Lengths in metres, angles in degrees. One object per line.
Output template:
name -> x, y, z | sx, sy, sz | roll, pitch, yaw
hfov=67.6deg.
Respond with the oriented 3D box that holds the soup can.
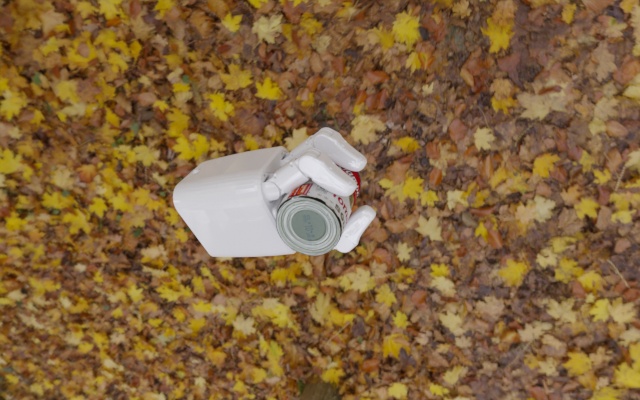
soup can -> 0.001, 0.002, 0.496 | 0.068, 0.068, 0.102 | 0, 28, 17
